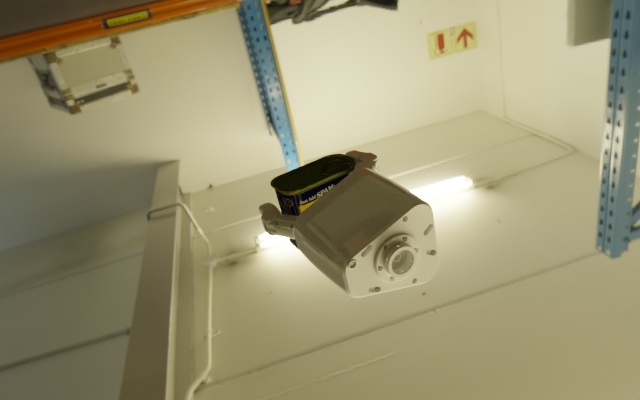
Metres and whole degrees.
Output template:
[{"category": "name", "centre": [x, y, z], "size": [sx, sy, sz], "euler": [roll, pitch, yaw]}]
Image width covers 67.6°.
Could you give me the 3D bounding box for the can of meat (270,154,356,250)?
[{"category": "can of meat", "centre": [0.000, 0.002, 0.578], "size": [0.102, 0.084, 0.057], "euler": [-25, 28, -21]}]
